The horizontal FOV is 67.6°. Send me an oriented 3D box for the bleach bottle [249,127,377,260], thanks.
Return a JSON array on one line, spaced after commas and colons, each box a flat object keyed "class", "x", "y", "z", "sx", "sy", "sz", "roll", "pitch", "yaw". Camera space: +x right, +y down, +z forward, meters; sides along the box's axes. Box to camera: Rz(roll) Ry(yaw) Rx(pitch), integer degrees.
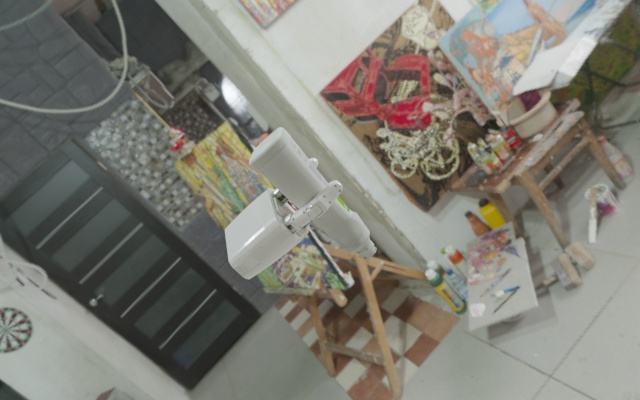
[{"class": "bleach bottle", "x": 0.000, "y": 0.002, "z": 0.745, "sx": 0.068, "sy": 0.251, "sz": 0.102, "roll": -40, "pitch": 17, "yaw": 12}]
